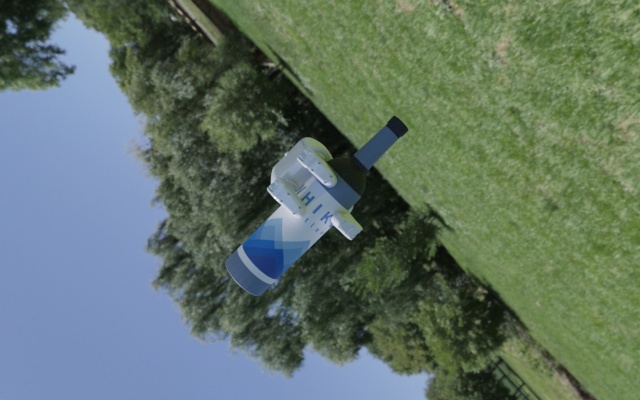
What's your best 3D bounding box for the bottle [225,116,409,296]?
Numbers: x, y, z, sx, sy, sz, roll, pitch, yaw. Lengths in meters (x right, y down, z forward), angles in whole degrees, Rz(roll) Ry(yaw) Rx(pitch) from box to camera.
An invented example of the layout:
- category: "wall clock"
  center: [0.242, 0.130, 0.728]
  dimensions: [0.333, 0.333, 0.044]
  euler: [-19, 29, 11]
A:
- category: "bottle"
  center: [0.000, 0.002, 0.631]
  dimensions: [0.296, 0.069, 0.069]
  euler: [-44, -6, 6]
